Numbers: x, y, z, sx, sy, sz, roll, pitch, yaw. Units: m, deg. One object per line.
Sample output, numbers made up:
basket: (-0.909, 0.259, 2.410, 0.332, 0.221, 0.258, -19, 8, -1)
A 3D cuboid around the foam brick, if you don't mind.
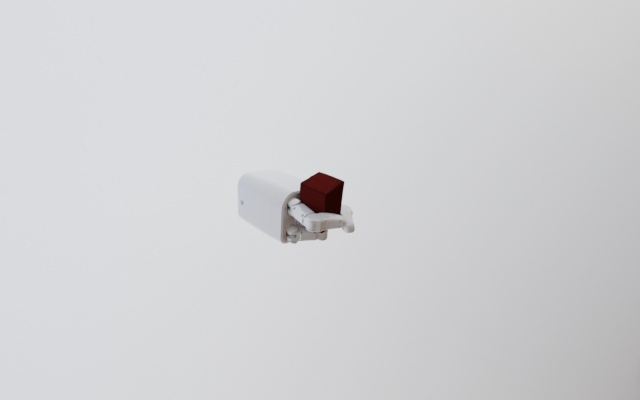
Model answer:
foam brick: (0.000, 0.002, 0.767, 0.051, 0.078, 0.053, 26, 38, 28)
